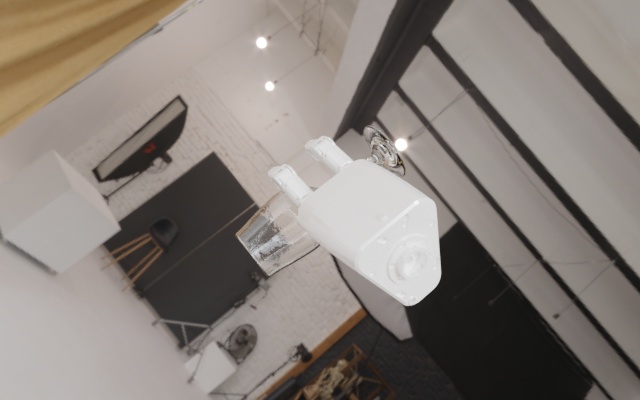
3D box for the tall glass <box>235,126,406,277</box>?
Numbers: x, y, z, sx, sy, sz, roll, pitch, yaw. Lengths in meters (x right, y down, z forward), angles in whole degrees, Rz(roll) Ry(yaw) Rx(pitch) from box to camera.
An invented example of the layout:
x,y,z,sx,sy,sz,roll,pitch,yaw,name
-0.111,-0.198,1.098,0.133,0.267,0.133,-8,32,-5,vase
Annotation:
x,y,z,sx,sy,sz,roll,pitch,yaw,name
0.001,0.001,0.551,0.201,0.079,0.079,-38,8,-10,tall glass
